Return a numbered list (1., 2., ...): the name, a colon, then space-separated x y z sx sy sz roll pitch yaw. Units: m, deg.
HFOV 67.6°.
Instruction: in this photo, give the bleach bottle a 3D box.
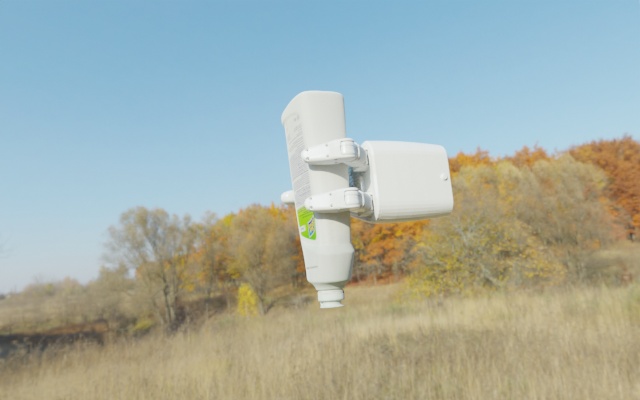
1. bleach bottle: 0.000 0.002 0.581 0.068 0.250 0.102 -2 -10 -18
